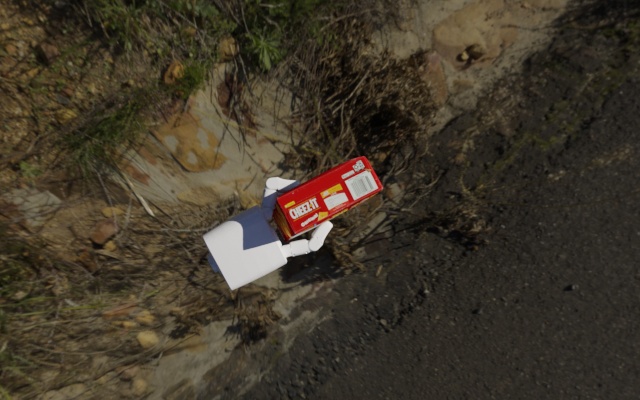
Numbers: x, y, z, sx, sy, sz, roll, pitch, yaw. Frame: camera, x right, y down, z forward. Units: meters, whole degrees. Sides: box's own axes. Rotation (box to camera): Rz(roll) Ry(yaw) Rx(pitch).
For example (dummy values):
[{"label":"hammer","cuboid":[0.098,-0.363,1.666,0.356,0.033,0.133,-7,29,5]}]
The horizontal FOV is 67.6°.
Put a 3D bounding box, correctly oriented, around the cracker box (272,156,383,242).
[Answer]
[{"label":"cracker box","cuboid":[0.000,0.003,0.851,0.164,0.072,0.214,-27,-3,-11]}]
